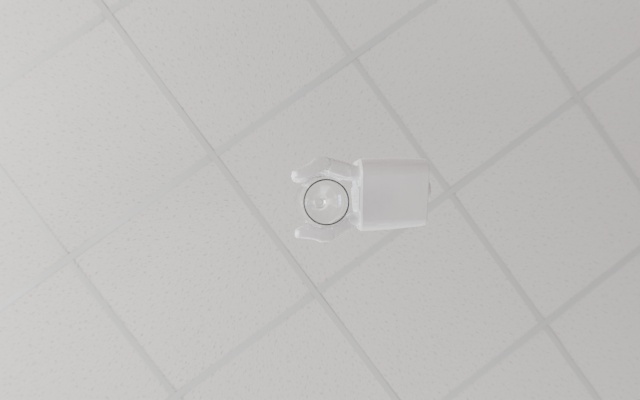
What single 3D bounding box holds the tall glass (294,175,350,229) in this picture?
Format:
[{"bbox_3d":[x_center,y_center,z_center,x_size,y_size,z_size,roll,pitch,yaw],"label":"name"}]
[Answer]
[{"bbox_3d":[0.000,0.002,0.730,0.079,0.079,0.201,0,0,-4],"label":"tall glass"}]
